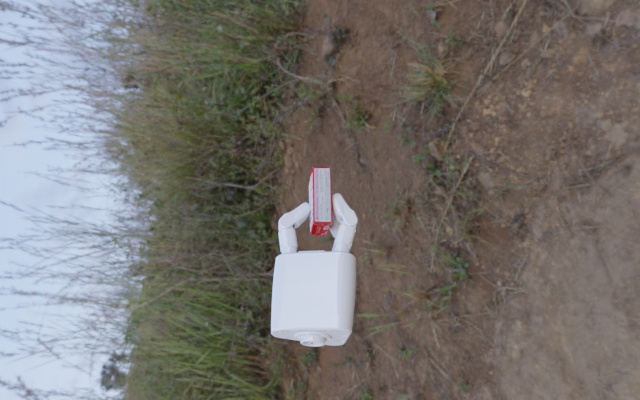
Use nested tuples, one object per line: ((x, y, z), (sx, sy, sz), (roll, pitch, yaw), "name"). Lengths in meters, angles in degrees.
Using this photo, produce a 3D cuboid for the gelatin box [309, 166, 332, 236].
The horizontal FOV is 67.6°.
((0.000, 0.002, 0.716), (0.030, 0.089, 0.073), (-1, -16, -5), "gelatin box")
